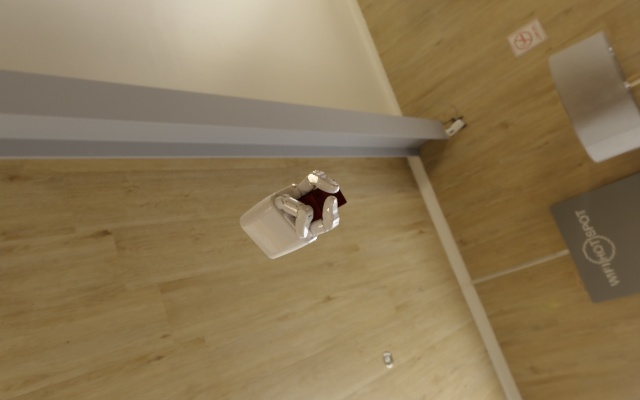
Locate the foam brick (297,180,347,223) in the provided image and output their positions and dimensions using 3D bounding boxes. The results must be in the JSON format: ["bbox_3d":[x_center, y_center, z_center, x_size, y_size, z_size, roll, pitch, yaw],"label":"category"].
[{"bbox_3d":[0.000,0.003,0.882,0.051,0.053,0.078,-30,-1,39],"label":"foam brick"}]
